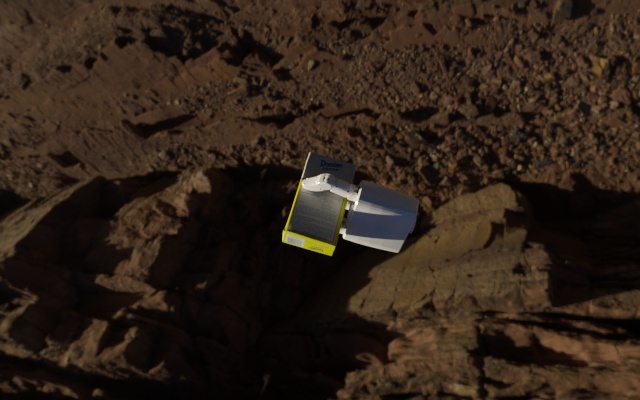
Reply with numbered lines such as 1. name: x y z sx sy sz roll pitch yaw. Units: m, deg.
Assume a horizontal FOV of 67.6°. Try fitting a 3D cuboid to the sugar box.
1. sugar box: 0.000 0.003 0.853 0.093 0.176 0.048 17 -34 0
